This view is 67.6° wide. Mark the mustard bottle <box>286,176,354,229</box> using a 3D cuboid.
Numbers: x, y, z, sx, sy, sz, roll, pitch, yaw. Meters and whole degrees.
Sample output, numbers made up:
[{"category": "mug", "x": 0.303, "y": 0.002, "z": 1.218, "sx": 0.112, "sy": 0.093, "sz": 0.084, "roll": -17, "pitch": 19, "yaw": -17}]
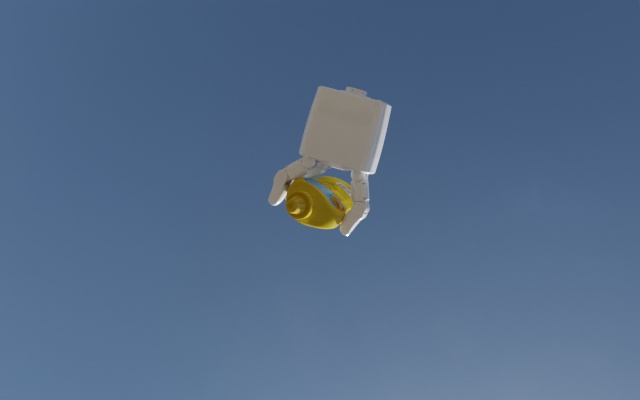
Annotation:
[{"category": "mustard bottle", "x": 0.000, "y": 0.003, "z": 0.747, "sx": 0.096, "sy": 0.058, "sz": 0.191, "roll": 44, "pitch": 19, "yaw": 17}]
